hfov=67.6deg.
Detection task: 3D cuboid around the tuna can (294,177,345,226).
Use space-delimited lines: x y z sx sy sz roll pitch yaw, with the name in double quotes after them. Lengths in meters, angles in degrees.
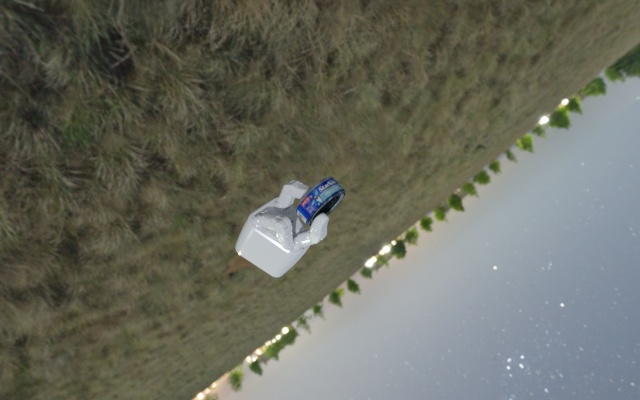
0.001 0.003 0.786 0.086 0.033 0.086 -40 -13 -12 "tuna can"
